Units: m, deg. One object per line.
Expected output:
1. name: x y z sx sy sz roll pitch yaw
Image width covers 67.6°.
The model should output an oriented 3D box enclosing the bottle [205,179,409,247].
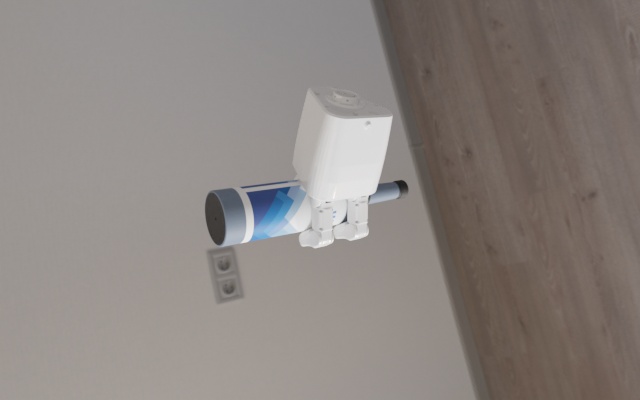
1. bottle: 0.000 0.002 0.631 0.295 0.069 0.069 -9 5 -33
